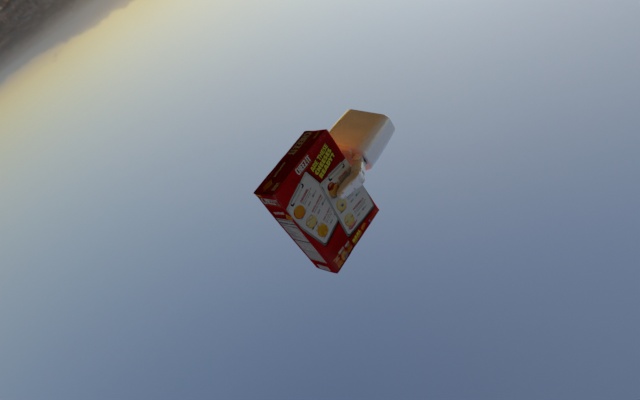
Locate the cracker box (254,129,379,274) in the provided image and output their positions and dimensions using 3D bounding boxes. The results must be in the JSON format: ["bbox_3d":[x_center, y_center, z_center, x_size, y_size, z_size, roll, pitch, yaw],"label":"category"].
[{"bbox_3d":[0.000,0.003,0.880,0.072,0.164,0.214,5,-39,48],"label":"cracker box"}]
